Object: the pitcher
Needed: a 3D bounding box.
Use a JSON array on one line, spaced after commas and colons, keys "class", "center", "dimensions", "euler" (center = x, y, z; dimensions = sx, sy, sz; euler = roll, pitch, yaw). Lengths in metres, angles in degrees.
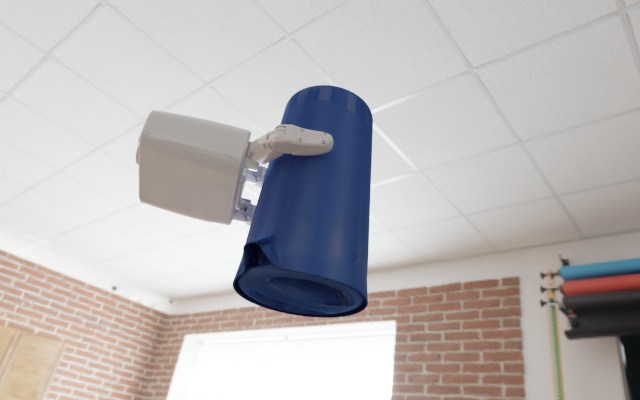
[{"class": "pitcher", "center": [0.000, 0.002, 0.530], "dimensions": [0.145, 0.242, 0.149], "euler": [13, -30, -6]}]
